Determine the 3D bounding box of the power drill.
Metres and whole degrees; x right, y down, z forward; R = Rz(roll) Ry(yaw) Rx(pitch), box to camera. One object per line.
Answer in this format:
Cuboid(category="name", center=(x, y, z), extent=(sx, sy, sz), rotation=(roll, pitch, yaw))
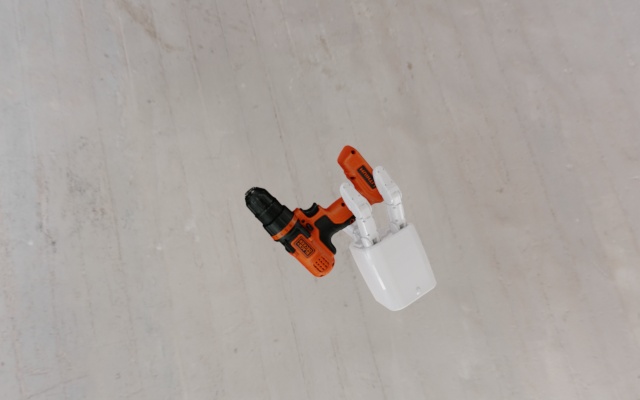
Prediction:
Cuboid(category="power drill", center=(0.001, 0.002, 0.749), extent=(0.187, 0.184, 0.057), rotation=(-43, 19, -2))
